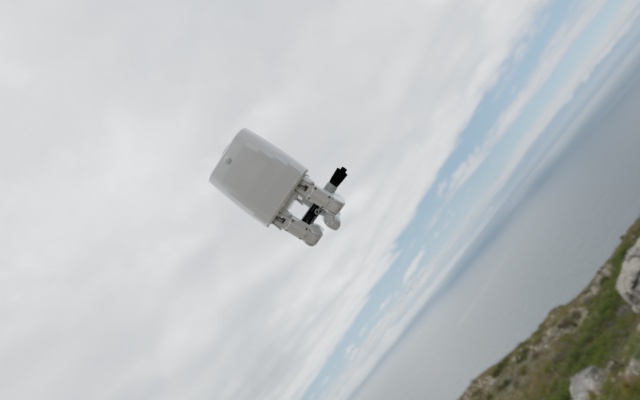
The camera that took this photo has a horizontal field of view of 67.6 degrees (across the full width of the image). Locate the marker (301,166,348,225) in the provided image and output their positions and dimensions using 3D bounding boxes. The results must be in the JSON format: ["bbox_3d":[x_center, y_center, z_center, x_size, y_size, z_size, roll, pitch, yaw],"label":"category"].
[{"bbox_3d":[0.000,0.002,0.687,0.020,0.121,0.020,34,12,-8],"label":"marker"}]
